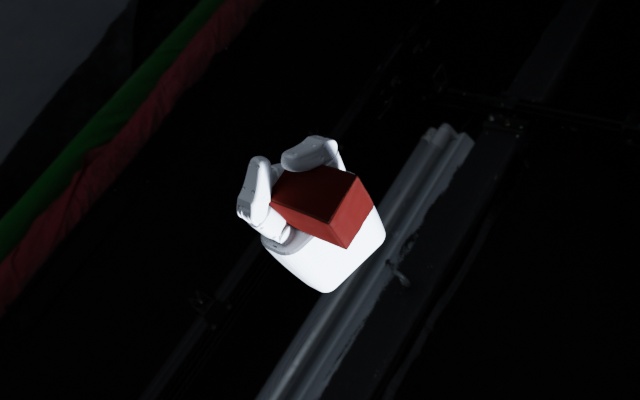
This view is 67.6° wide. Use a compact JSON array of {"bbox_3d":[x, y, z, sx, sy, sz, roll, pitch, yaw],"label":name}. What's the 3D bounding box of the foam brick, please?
[{"bbox_3d":[0.000,0.002,0.442,0.078,0.053,0.051,20,-22,36],"label":"foam brick"}]
